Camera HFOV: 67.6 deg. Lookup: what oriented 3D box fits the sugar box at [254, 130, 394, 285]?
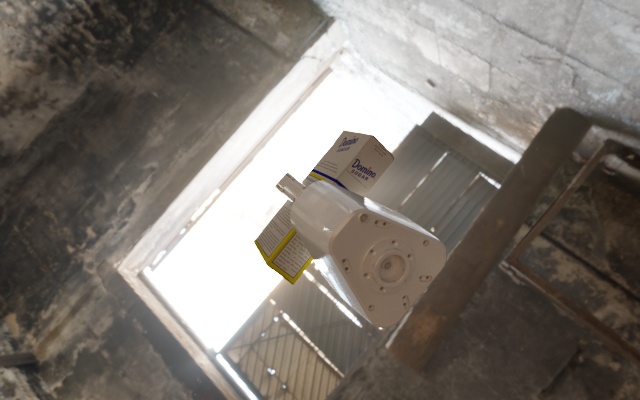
[{"bbox_3d":[0.000,0.002,0.540,0.048,0.176,0.093,43,-3,-21],"label":"sugar box"}]
